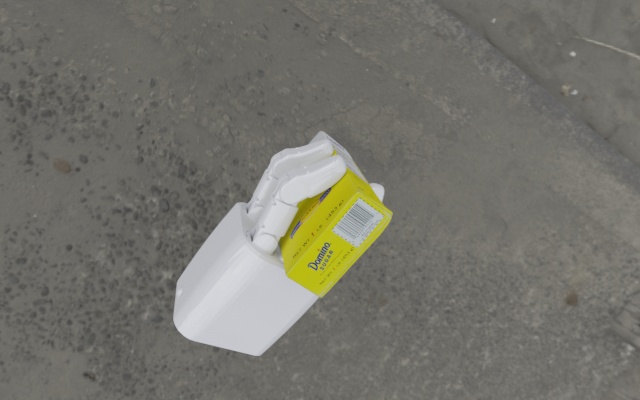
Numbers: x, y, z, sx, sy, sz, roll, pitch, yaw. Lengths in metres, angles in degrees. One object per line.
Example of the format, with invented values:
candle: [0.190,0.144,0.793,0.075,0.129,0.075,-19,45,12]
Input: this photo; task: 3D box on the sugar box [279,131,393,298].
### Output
sugar box: [0.000,0.001,0.452,0.048,0.093,0.176,36,12,-25]
